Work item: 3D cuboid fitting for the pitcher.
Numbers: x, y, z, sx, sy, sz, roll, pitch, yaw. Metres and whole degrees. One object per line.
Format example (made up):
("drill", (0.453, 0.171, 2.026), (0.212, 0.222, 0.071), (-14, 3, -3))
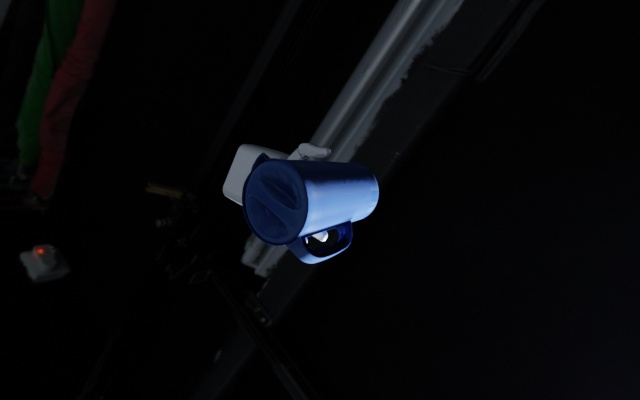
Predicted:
("pitcher", (0.000, 0.003, 0.806), (0.145, 0.149, 0.243), (19, 16, 34))
